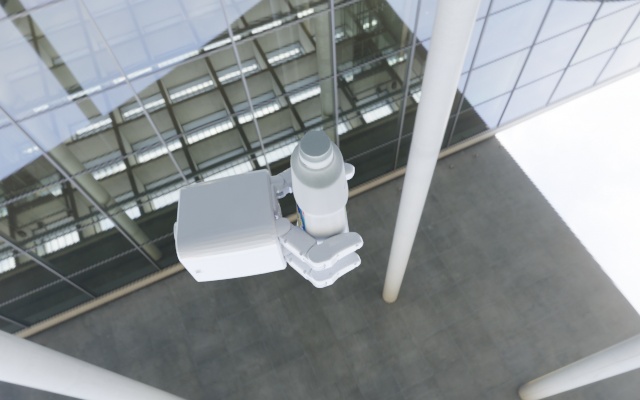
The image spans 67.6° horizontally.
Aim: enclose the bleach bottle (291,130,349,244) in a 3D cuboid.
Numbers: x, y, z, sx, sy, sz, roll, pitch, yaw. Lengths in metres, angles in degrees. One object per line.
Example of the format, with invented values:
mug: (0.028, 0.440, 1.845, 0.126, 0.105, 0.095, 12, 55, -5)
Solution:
bleach bottle: (0.000, 0.002, 0.536, 0.068, 0.102, 0.251, -11, -28, -2)
